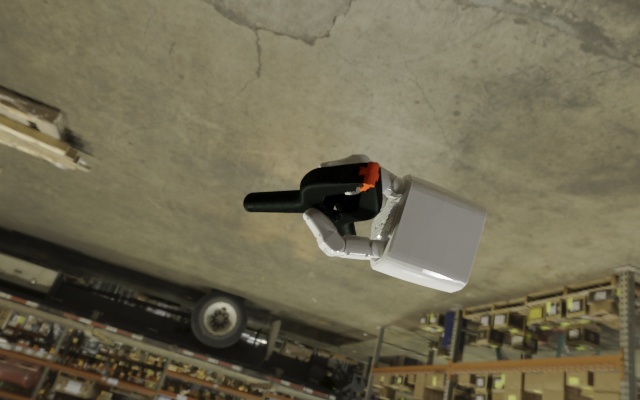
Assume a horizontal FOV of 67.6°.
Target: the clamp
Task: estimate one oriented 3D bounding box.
[{"bbox_3d":[0.000,0.002,0.557,0.164,0.036,0.210,20,-25,-10],"label":"clamp"}]
